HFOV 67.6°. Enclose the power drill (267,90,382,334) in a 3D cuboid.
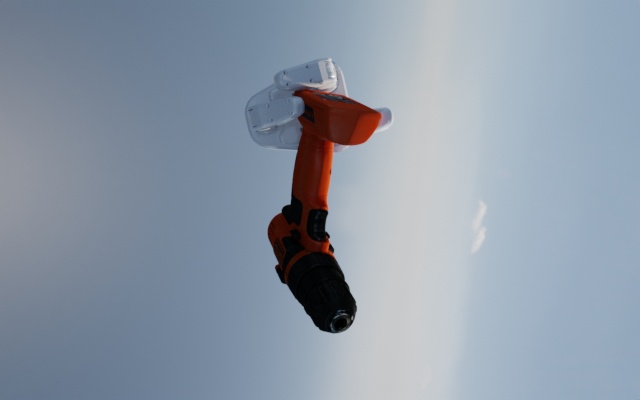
[{"bbox_3d":[0.000,0.001,0.438,0.057,0.188,0.184,4,21,-23],"label":"power drill"}]
